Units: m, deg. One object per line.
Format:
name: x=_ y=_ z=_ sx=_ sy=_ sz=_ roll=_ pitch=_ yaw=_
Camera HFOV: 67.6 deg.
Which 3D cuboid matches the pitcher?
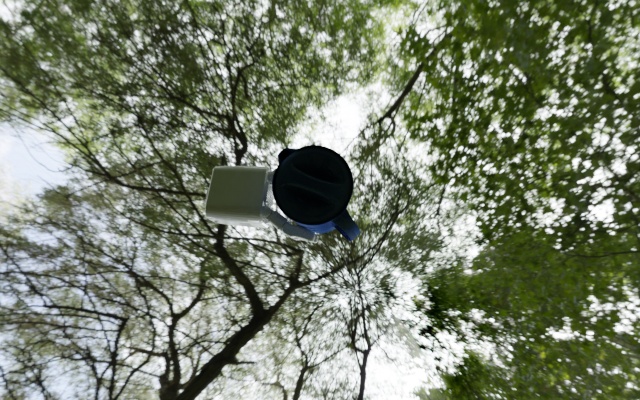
pitcher: x=0.000 y=0.003 z=0.881 sx=0.145 sy=0.149 sz=0.243 roll=2 pitch=-10 yaw=4
